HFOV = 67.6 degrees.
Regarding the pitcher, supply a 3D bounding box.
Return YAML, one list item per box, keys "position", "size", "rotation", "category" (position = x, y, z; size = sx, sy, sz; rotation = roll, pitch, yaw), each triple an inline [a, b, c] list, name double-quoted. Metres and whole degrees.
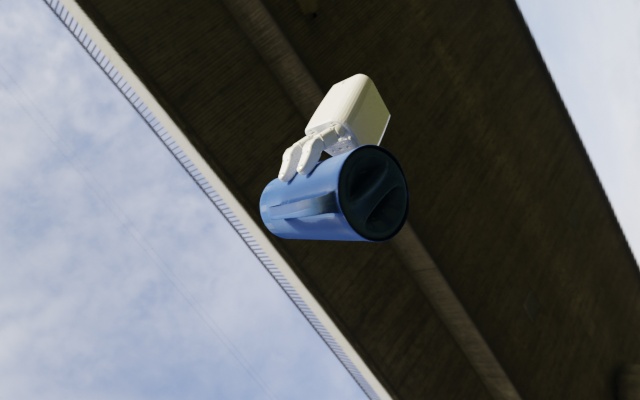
- position: [0.000, 0.002, 0.730]
  size: [0.149, 0.145, 0.243]
  rotation: [38, -27, -27]
  category: "pitcher"
